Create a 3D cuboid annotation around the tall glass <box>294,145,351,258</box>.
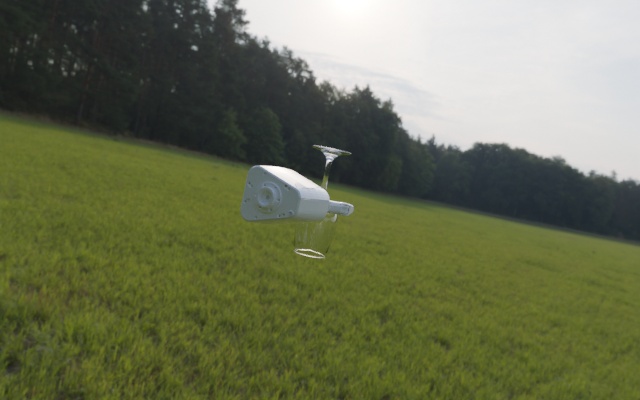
[{"bbox_3d":[0.000,0.002,0.890,0.079,0.201,0.079,12,3,-1],"label":"tall glass"}]
